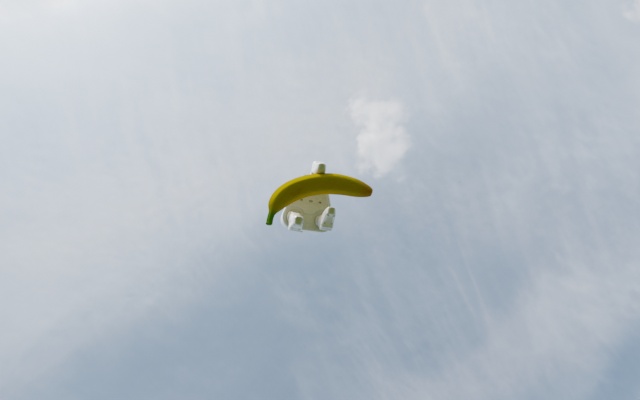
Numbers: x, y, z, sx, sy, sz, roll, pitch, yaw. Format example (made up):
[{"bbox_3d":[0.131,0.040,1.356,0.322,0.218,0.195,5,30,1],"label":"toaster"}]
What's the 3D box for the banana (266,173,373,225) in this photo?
[{"bbox_3d":[-0.009,-0.014,0.832,0.198,0.069,0.037,-17,-8,-12],"label":"banana"}]
